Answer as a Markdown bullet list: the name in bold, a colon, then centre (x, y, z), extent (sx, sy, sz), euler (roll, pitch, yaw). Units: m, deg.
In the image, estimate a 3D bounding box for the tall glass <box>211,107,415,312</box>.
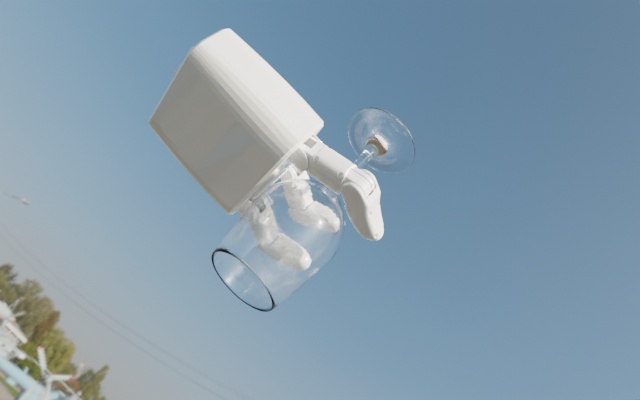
- **tall glass**: centre (0.001, 0.001, 0.406), extent (0.079, 0.079, 0.201), euler (0, 36, 46)
